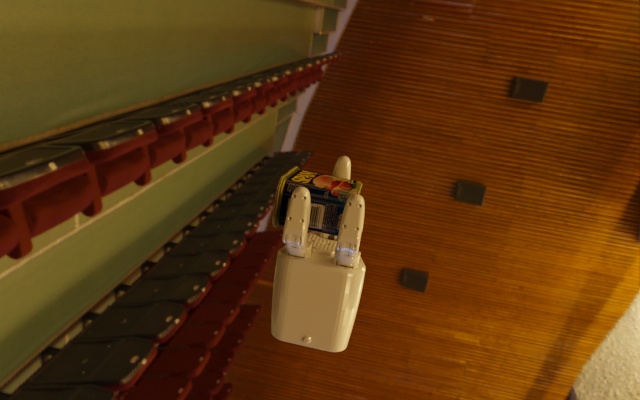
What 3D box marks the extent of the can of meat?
[{"bbox_3d":[0.000,0.002,0.535,0.084,0.057,0.102,11,14,6],"label":"can of meat"}]
